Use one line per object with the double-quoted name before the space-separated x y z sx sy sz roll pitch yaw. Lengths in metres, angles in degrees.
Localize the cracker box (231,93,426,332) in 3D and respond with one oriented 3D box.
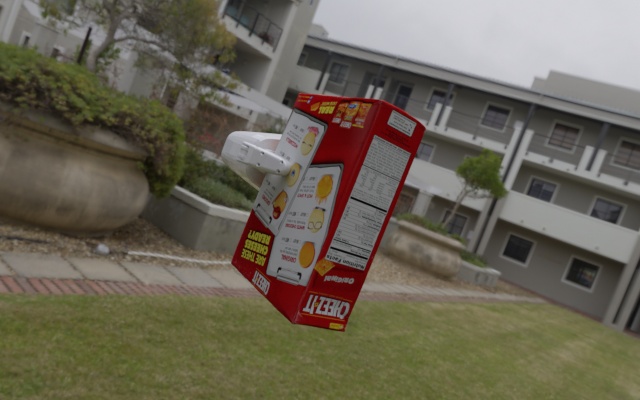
"cracker box" 0.000 0.001 0.498 0.072 0.213 0.164 20 2 -32
